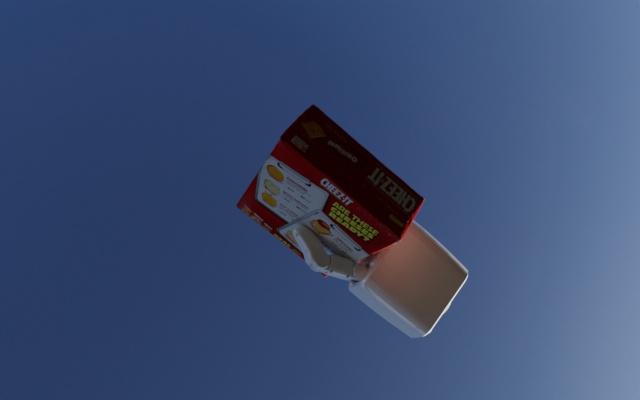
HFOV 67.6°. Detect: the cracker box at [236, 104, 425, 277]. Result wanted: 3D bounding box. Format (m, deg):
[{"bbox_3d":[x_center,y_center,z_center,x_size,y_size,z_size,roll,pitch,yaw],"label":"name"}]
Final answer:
[{"bbox_3d":[0.000,0.002,0.588,0.164,0.072,0.214,39,-29,-5],"label":"cracker box"}]
